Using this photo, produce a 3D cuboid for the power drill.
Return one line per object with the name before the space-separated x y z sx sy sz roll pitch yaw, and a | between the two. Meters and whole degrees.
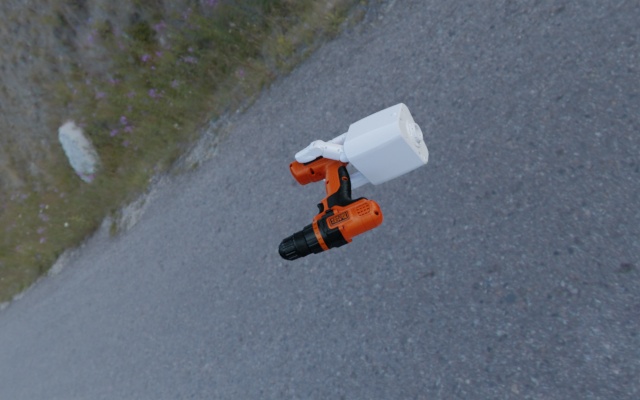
power drill | 0.000 0.002 0.831 0.184 0.187 0.057 -23 -38 8
